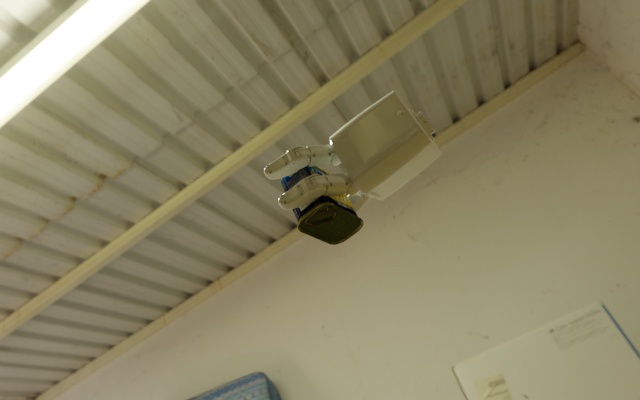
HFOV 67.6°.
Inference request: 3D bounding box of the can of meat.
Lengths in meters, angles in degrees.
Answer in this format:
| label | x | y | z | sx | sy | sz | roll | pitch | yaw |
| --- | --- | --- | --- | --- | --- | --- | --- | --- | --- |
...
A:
| label | x | y | z | sx | sy | sz | roll | pitch | yaw |
| --- | --- | --- | --- | --- | --- | --- | --- | --- | --- |
| can of meat | 0.000 | 0.002 | 0.639 | 0.057 | 0.084 | 0.102 | -39 | -37 | 19 |
